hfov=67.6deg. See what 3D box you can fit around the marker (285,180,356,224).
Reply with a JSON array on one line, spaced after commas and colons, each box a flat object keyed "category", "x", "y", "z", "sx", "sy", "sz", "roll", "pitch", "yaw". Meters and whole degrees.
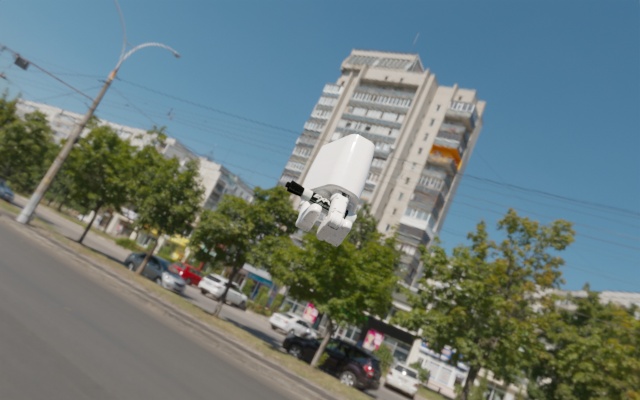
[{"category": "marker", "x": 0.000, "y": 0.002, "z": 0.737, "sx": 0.121, "sy": 0.020, "sz": 0.020, "roll": 28, "pitch": -7, "yaw": -13}]
